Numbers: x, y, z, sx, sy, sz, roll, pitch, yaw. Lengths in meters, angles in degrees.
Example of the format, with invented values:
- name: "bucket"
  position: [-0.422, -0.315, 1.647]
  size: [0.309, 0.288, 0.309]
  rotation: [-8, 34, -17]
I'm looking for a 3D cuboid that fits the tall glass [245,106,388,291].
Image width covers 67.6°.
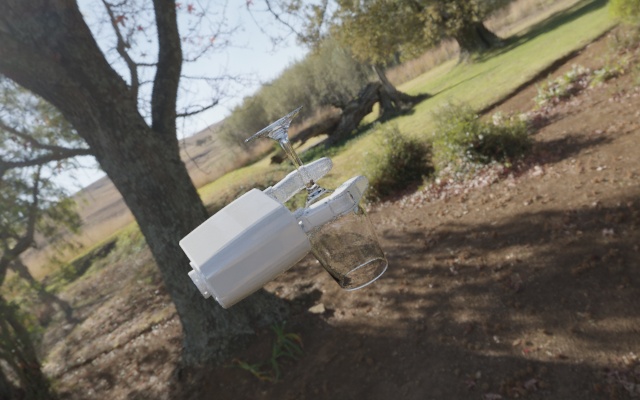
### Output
- name: "tall glass"
  position: [0.000, 0.001, 0.531]
  size: [0.079, 0.201, 0.079]
  rotation: [-30, 11, 7]
